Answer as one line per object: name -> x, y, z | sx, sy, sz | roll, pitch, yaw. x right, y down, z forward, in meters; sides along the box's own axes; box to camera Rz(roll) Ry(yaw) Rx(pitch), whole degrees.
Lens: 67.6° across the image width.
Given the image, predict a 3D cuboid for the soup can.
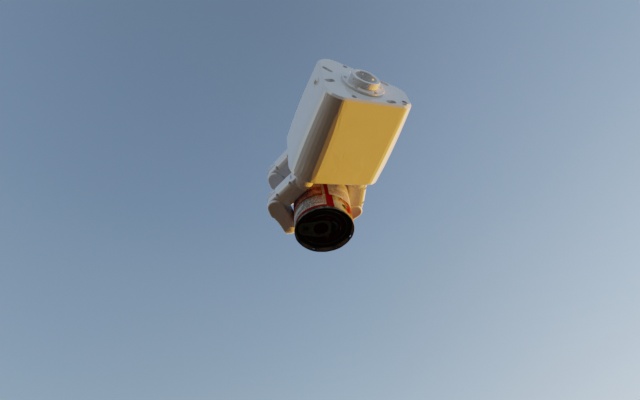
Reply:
soup can -> 0.000, 0.002, 0.571 | 0.068, 0.069, 0.102 | 0, 39, -7
